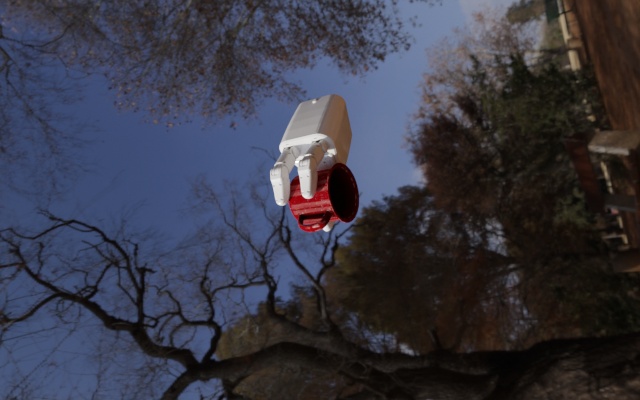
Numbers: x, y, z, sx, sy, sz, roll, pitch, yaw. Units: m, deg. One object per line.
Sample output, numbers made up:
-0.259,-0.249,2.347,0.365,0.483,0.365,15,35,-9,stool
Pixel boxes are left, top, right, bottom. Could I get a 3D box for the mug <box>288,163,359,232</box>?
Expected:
0.000,0.004,0.743,0.081,0.117,0.093,-9,-46,33,mug
